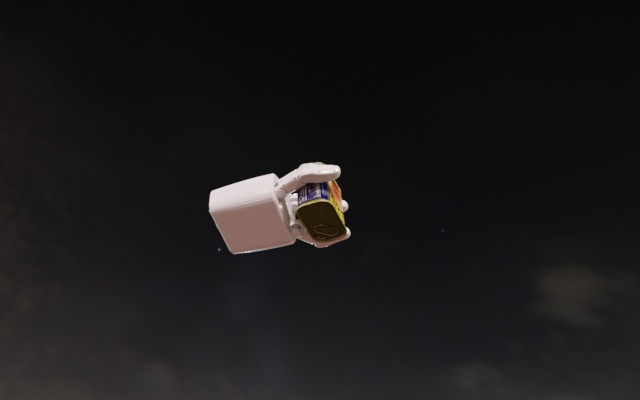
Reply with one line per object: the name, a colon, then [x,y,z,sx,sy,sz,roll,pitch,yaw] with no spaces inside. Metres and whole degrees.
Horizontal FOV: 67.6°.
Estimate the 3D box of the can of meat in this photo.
can of meat: [0.000,0.002,0.743,0.057,0.083,0.102,-16,-41,13]
